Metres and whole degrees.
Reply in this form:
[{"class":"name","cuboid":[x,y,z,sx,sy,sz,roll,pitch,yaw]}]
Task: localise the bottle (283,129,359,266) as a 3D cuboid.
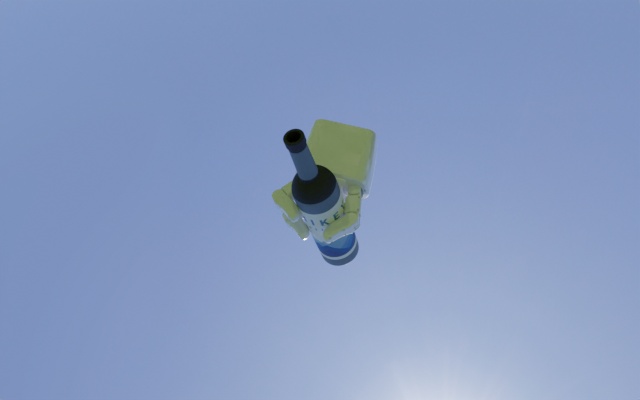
[{"class":"bottle","cuboid":[0.000,0.003,0.705,0.069,0.069,0.296,0,-33,16]}]
